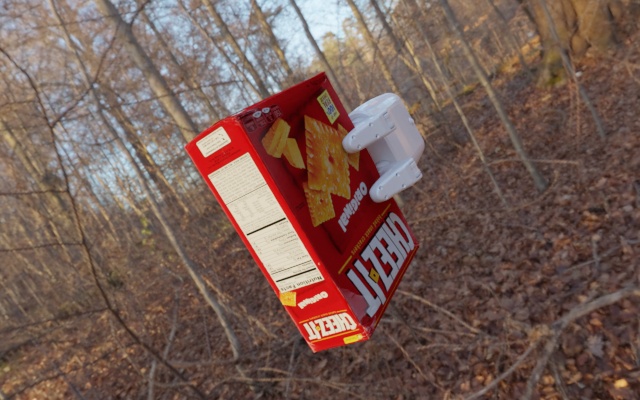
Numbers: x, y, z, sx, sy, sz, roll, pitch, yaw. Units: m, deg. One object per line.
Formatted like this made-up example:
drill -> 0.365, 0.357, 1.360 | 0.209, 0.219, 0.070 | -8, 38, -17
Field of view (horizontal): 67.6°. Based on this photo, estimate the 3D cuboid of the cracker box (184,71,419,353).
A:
cracker box -> 0.000, 0.001, 0.450 | 0.072, 0.214, 0.164 | -24, 12, 35
